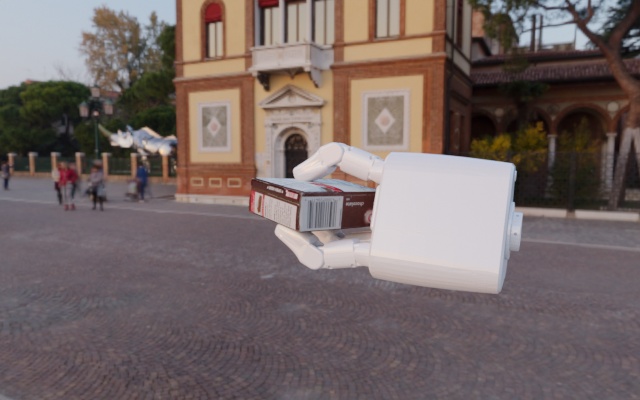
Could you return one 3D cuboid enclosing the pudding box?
[{"bbox_3d":[0.000,0.001,0.470,0.113,0.039,0.090,1,9,-38],"label":"pudding box"}]
